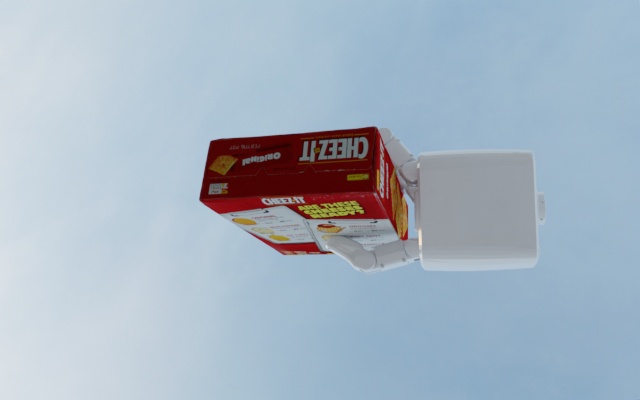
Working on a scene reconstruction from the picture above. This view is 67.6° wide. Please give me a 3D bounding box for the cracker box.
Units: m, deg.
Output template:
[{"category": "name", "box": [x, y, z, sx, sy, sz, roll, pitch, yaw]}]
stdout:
[{"category": "cracker box", "box": [0.000, 0.002, 0.509, 0.164, 0.072, 0.214, -3, -20, 17]}]
